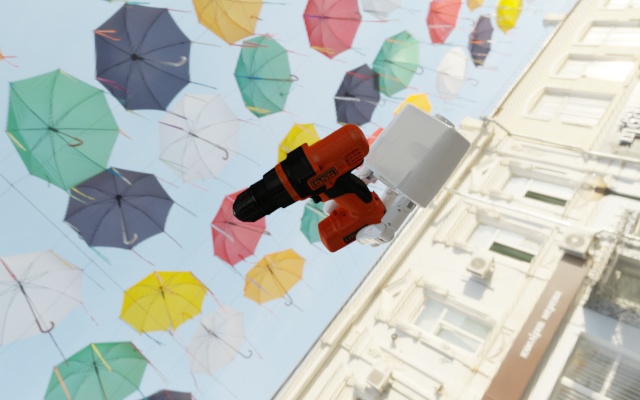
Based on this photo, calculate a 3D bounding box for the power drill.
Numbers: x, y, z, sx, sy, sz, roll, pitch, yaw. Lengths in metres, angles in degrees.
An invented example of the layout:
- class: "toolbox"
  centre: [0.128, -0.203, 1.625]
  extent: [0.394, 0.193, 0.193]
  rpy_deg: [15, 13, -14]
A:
- class: "power drill"
  centre: [0.000, 0.002, 0.627]
  extent: [0.184, 0.057, 0.188]
  rpy_deg: [-30, -34, 7]
